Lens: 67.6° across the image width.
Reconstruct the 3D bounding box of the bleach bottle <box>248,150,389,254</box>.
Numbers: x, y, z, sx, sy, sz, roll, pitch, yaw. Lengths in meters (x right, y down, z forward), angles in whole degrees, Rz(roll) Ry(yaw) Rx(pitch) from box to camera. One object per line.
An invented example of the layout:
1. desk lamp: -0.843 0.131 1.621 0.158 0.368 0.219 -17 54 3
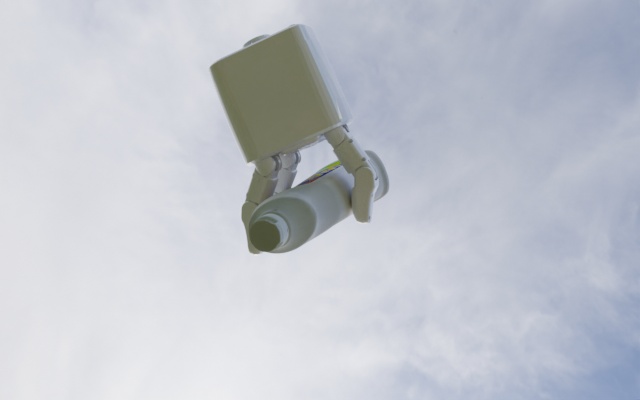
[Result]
1. bleach bottle: 0.000 0.002 0.509 0.102 0.068 0.250 -22 4 22
